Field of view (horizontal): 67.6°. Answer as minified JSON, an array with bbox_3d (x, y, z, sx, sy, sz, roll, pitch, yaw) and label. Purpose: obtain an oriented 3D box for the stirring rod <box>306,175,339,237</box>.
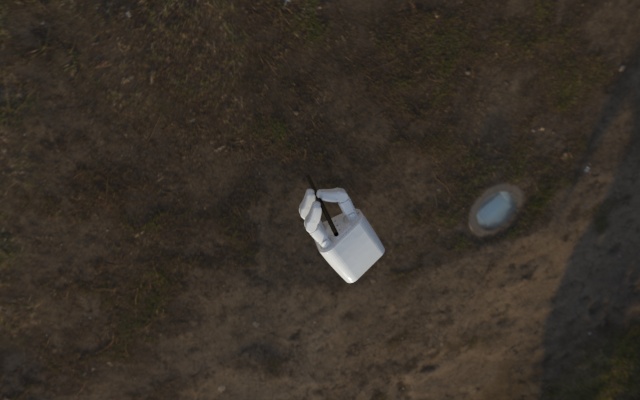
[{"bbox_3d":[0.000,0.003,0.896,0.011,0.011,0.239,0,26,-14],"label":"stirring rod"}]
